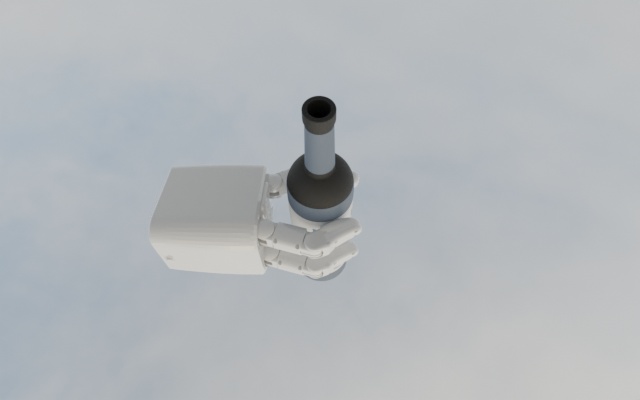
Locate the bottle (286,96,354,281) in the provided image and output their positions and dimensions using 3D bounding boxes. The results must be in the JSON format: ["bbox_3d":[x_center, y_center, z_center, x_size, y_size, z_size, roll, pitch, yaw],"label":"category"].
[{"bbox_3d":[0.000,0.002,0.498,0.069,0.069,0.296,0,-30,1],"label":"bottle"}]
